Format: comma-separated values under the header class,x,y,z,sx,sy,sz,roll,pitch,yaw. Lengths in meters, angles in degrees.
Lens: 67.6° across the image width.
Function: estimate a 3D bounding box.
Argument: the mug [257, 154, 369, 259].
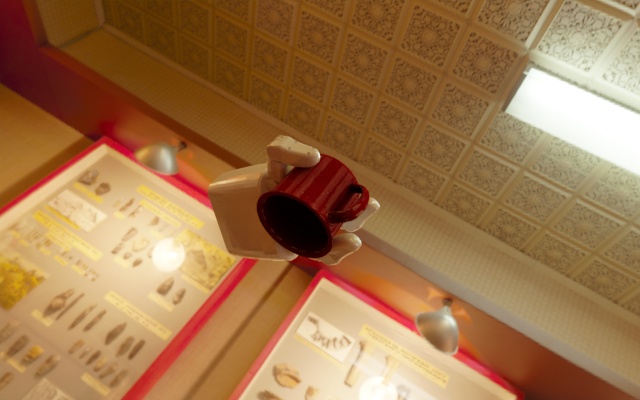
class,x,y,z,sx,sy,sz,roll,pitch,yaw
mug,0.001,0.001,0.514,0.117,0.093,0.081,-4,36,41
